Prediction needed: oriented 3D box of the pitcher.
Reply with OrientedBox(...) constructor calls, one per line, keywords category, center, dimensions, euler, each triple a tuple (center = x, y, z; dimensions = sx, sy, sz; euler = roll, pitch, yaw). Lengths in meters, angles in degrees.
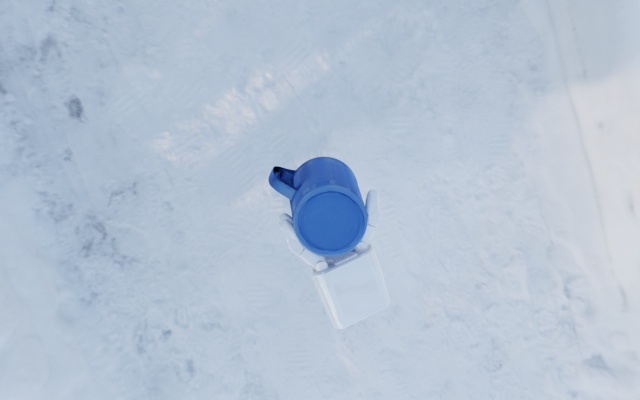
OrientedBox(category="pitcher", center=(0.000, 0.003, 0.791), dimensions=(0.149, 0.145, 0.242), euler=(-18, 12, 2))
